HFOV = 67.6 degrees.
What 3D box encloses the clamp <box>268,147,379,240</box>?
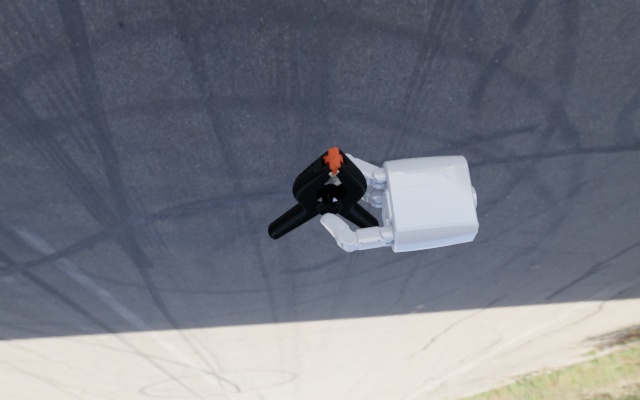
[{"bbox_3d":[0.000,0.003,0.635,0.164,0.036,0.210,-7,-28,0],"label":"clamp"}]
